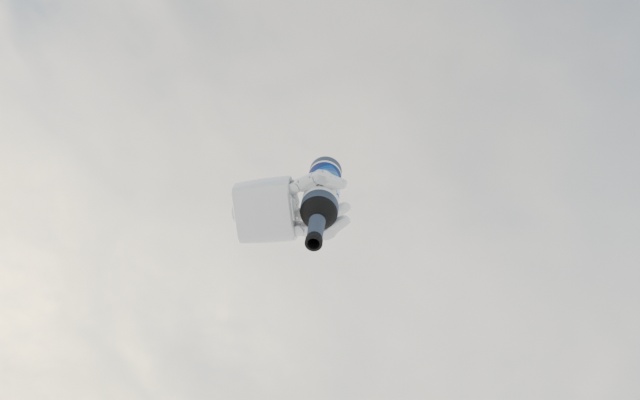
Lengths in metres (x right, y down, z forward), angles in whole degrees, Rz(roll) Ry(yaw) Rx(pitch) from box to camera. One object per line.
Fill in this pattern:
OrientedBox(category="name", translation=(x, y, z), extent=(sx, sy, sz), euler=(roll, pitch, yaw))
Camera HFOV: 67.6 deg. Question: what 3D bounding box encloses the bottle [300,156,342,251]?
OrientedBox(category="bottle", translation=(0.000, 0.003, 0.854), extent=(0.069, 0.069, 0.295), euler=(0, 25, 5))
